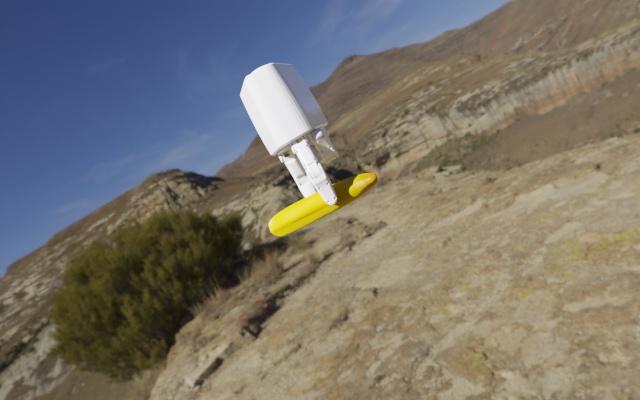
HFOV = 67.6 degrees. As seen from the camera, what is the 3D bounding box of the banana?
[{"bbox_3d":[-0.010,0.009,0.698,0.198,0.037,0.069,-27,5,28],"label":"banana"}]
